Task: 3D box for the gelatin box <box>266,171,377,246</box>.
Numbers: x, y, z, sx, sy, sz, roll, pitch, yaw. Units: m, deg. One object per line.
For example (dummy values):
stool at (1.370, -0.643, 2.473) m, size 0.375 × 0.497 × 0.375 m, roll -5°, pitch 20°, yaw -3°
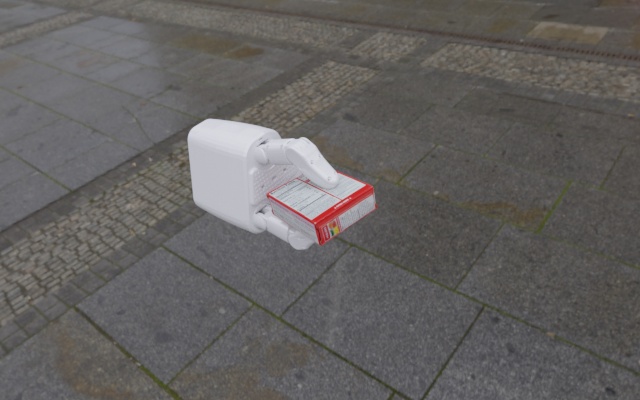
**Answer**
gelatin box at (0.000, 0.001, 0.479) m, size 0.073 × 0.030 × 0.089 m, roll -31°, pitch 35°, yaw -25°
